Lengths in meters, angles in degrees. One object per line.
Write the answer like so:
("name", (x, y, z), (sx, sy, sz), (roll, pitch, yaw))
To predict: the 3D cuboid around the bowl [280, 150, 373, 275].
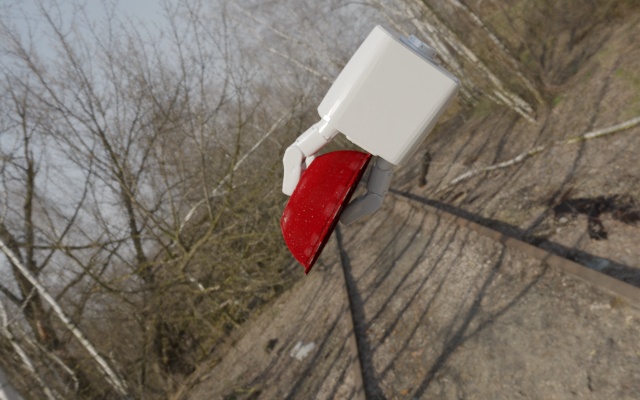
("bowl", (-0.001, 0.003, 0.546), (0.055, 0.162, 0.162), (28, 2, 5))
